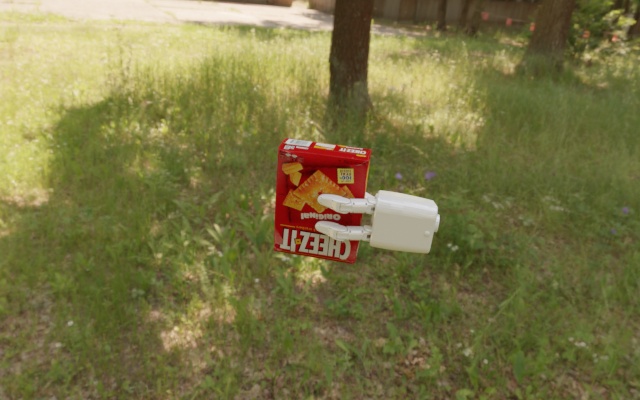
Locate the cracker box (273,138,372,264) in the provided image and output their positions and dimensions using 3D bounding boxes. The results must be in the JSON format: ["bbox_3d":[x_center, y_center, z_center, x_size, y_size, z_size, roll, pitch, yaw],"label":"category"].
[{"bbox_3d":[0.000,0.003,0.891,0.164,0.214,0.072,9,25,7],"label":"cracker box"}]
